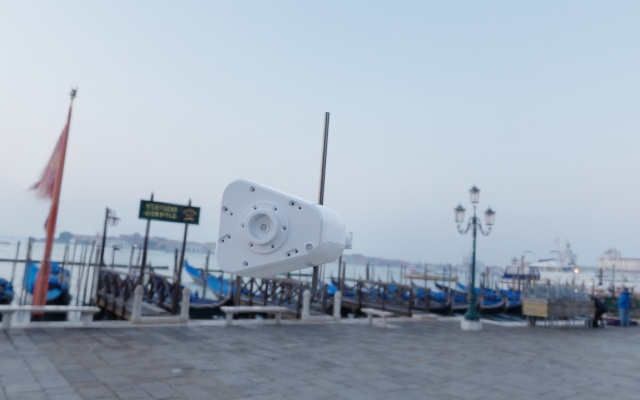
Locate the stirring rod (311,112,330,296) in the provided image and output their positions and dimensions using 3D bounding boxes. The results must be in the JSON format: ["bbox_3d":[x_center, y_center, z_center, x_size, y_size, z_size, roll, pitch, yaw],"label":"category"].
[{"bbox_3d":[0.000,0.002,0.622,0.011,0.239,0.011,4,-7,1],"label":"stirring rod"}]
